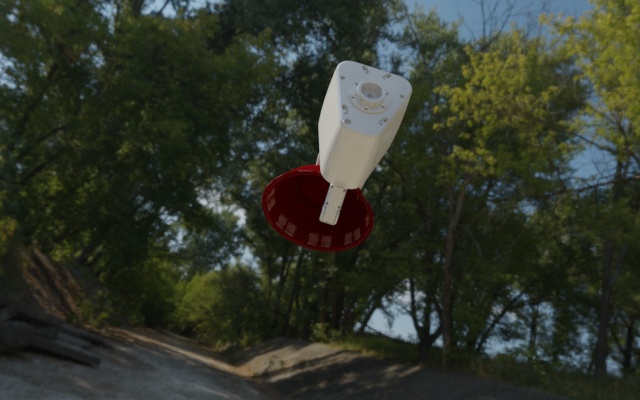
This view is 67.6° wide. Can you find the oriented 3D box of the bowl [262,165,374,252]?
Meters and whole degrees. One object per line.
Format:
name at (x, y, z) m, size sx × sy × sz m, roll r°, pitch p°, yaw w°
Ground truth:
bowl at (0.000, 0.003, 0.690) m, size 0.162 × 0.162 × 0.055 m, roll 0°, pitch 44°, yaw 17°
